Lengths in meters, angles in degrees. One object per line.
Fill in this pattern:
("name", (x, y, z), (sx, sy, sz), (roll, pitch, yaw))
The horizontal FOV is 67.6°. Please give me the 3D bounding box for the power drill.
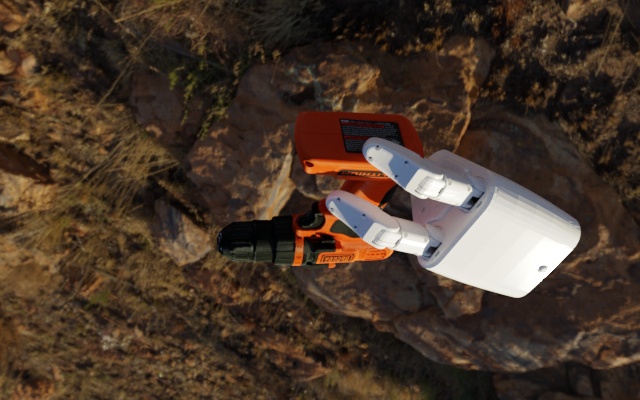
("power drill", (0.000, 0.001, 0.438), (0.184, 0.057, 0.188), (-2, -32, -14))
